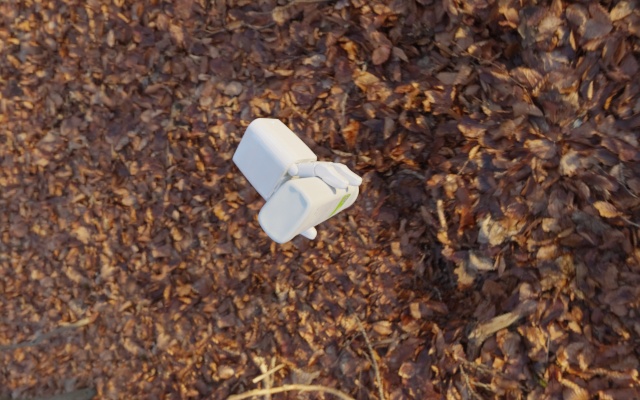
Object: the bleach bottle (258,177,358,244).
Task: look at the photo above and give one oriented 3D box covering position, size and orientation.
[{"bbox_3d":[0.000,0.003,0.831,0.102,0.068,0.251,-49,-15,23],"label":"bleach bottle"}]
